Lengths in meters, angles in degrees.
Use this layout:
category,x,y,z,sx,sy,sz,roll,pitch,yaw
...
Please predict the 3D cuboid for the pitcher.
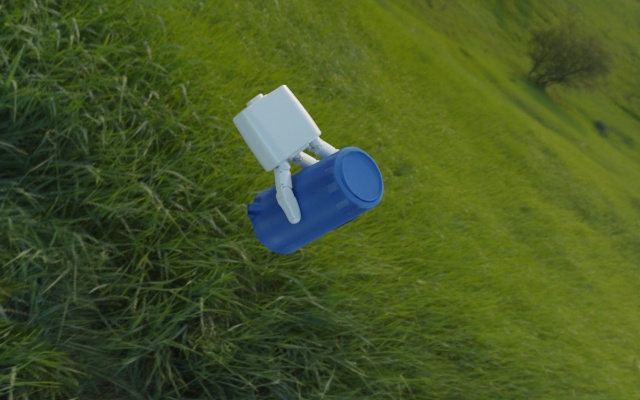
category,x,y,z,sx,sy,sz,roll,pitch,yaw
pitcher,0.000,0.003,0.850,0.243,0.145,0.149,-28,9,45
